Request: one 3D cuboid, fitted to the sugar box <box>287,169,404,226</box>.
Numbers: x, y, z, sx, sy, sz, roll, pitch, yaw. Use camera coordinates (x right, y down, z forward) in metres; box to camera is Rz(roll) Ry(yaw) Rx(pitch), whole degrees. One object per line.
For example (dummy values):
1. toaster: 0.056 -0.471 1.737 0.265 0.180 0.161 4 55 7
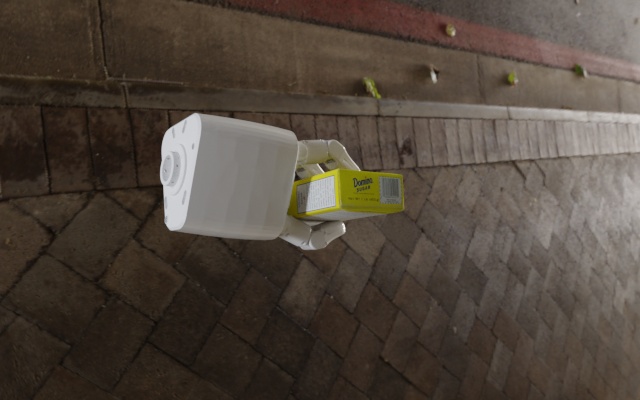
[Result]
1. sugar box: 0.000 0.001 0.546 0.093 0.048 0.176 4 -8 -38
